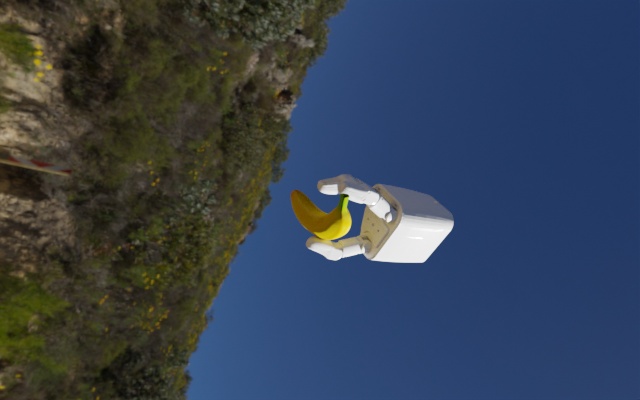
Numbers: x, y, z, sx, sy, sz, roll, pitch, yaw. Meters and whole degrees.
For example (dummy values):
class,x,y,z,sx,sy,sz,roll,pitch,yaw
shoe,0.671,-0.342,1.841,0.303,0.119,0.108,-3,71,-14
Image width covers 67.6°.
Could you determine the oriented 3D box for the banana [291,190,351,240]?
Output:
class,x,y,z,sx,sy,sz,roll,pitch,yaw
banana,0.000,0.021,0.714,0.037,0.069,0.198,4,1,-25
